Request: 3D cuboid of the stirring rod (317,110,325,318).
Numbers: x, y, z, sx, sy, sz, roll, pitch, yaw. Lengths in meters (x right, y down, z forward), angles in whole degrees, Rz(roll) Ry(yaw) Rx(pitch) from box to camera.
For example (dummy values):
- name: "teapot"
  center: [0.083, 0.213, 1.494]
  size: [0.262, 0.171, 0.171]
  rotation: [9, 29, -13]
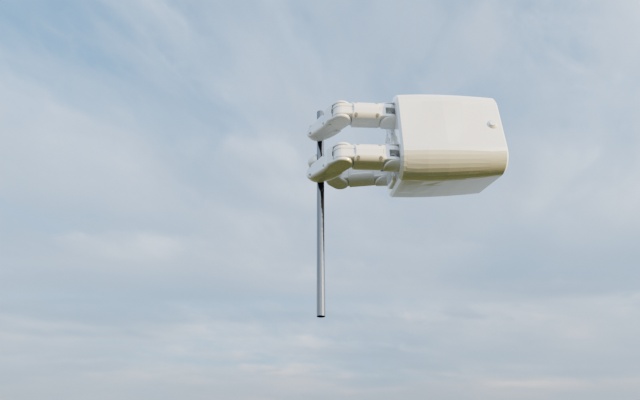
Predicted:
- name: "stirring rod"
  center: [0.000, 0.002, 0.494]
  size: [0.011, 0.239, 0.011]
  rotation: [0, -30, 0]
